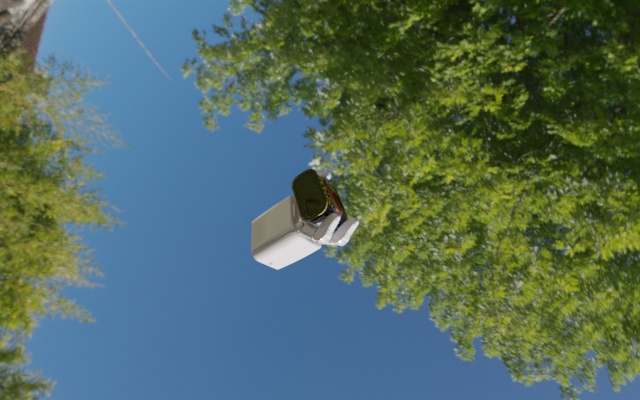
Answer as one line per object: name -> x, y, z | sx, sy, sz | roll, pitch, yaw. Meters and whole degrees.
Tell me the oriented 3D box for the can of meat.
can of meat -> 0.000, 0.003, 0.897 | 0.057, 0.102, 0.084 | -32, -36, 18
